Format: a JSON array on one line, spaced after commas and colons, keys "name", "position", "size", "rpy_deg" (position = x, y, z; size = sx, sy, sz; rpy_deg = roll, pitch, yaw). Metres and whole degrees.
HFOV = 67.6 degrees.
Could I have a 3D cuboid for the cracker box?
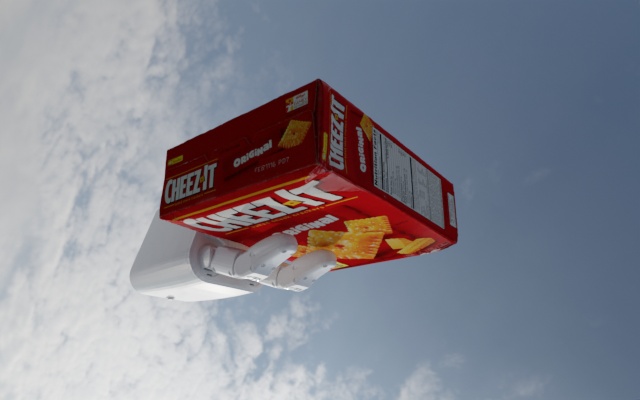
[{"name": "cracker box", "position": [0.000, 0.001, 0.416], "size": [0.164, 0.072, 0.214], "rpy_deg": [-17, -27, 34]}]
